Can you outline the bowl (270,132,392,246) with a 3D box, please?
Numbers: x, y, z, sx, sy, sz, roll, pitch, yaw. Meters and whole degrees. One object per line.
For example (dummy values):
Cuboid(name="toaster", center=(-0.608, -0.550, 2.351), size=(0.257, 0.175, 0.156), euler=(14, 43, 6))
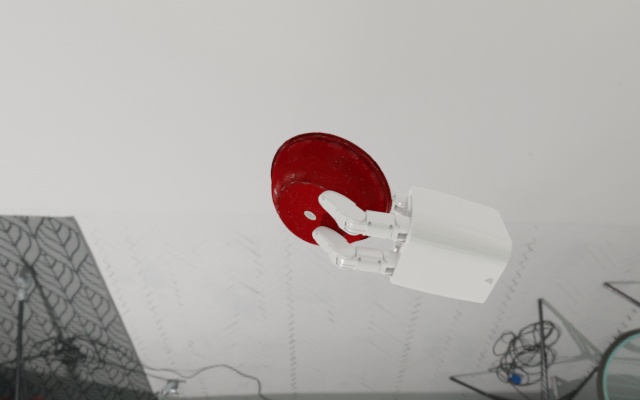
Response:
Cuboid(name="bowl", center=(-0.001, 0.002, 0.572), size=(0.162, 0.162, 0.055), euler=(0, 34, 29))
